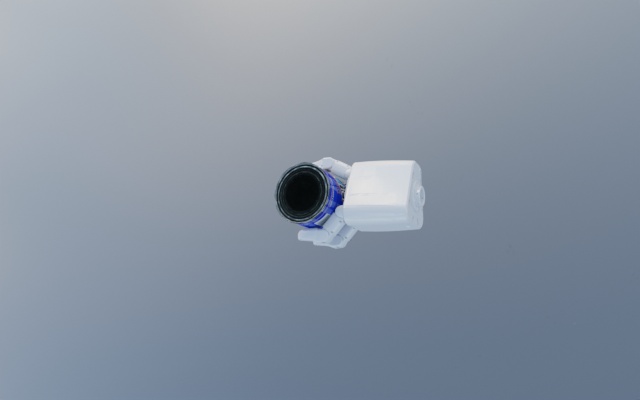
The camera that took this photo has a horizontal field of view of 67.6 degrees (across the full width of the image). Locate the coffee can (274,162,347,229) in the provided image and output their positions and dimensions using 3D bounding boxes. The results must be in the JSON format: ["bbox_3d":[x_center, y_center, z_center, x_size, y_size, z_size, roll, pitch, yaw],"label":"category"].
[{"bbox_3d":[0.000,0.003,0.829,0.103,0.102,0.140,0,-13,28],"label":"coffee can"}]
